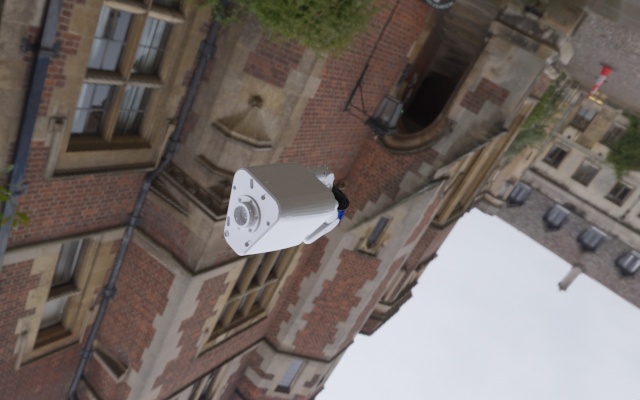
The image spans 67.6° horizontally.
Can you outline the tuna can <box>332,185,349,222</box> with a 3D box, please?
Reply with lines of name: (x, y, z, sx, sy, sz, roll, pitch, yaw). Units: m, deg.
tuna can: (0.000, 0.003, 0.756, 0.086, 0.034, 0.086, 19, 28, -11)
